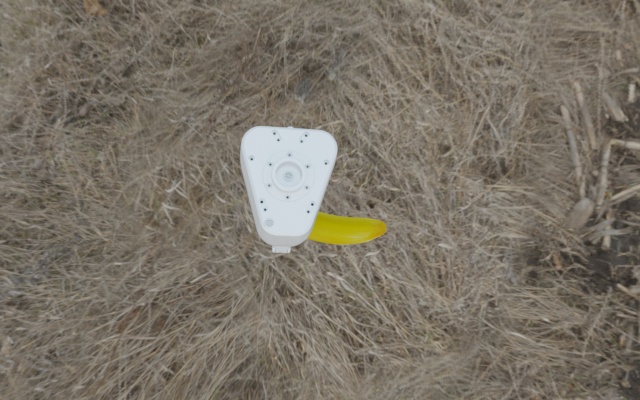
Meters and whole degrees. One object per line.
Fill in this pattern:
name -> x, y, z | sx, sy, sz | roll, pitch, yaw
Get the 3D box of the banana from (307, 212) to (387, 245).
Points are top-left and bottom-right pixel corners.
banana -> -0.011, 0.017, 0.622 | 0.198, 0.069, 0.037 | 28, -12, -1
